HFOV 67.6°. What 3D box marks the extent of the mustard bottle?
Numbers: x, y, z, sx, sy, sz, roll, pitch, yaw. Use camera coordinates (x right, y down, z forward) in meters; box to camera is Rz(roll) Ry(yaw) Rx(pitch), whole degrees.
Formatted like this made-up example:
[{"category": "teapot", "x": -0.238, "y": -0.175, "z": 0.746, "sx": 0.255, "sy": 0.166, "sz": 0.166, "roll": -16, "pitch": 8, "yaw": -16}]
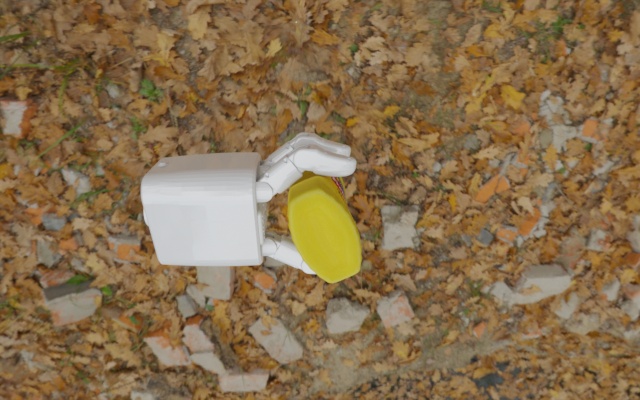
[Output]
[{"category": "mustard bottle", "x": 0.000, "y": 0.002, "z": 0.511, "sx": 0.058, "sy": 0.096, "sz": 0.191, "roll": -25, "pitch": 20, "yaw": 6}]
